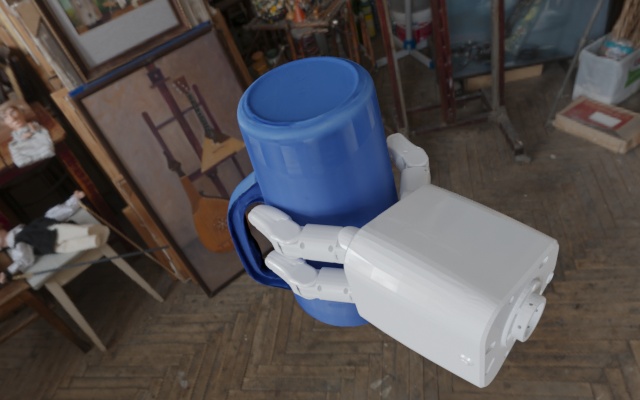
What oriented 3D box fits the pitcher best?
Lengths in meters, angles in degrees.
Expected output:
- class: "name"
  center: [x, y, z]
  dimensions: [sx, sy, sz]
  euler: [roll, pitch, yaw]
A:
- class: "pitcher"
  center: [0.000, 0.001, 0.442]
  dimensions: [0.145, 0.243, 0.149]
  euler: [29, 60, 37]
